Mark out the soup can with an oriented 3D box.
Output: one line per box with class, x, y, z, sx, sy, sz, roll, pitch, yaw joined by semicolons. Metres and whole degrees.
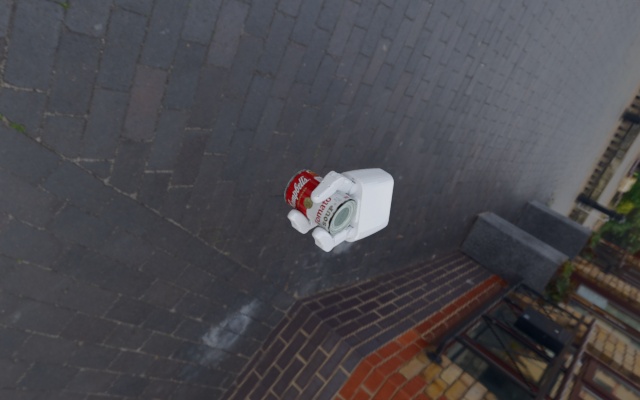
soup can;0.000;0.003;0.775;0.102;0.068;0.068;35;19;29
